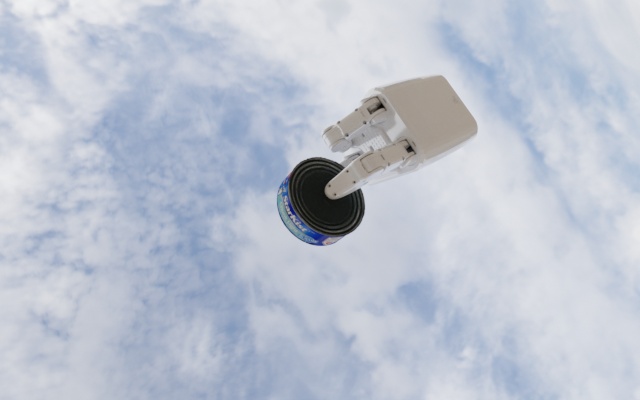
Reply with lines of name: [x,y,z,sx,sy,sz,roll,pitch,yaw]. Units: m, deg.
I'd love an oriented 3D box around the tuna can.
tuna can: [0.000,0.002,0.479,0.086,0.086,0.034,0,-24,-31]
